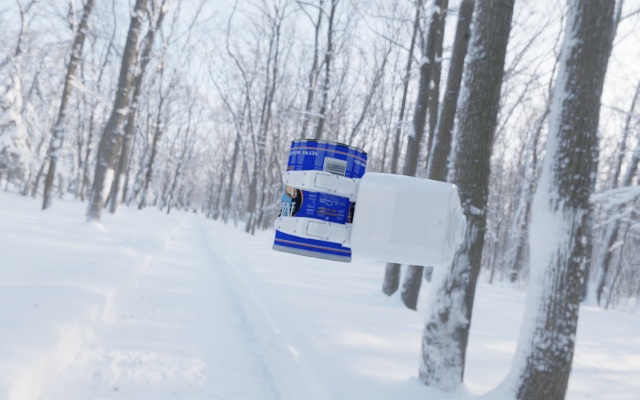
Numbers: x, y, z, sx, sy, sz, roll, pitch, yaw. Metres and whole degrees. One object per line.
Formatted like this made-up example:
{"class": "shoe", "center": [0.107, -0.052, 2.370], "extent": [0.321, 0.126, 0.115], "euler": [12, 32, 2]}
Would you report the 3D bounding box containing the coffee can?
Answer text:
{"class": "coffee can", "center": [0.000, 0.002, 0.612], "extent": [0.103, 0.140, 0.103], "euler": [9, -5, 1]}
